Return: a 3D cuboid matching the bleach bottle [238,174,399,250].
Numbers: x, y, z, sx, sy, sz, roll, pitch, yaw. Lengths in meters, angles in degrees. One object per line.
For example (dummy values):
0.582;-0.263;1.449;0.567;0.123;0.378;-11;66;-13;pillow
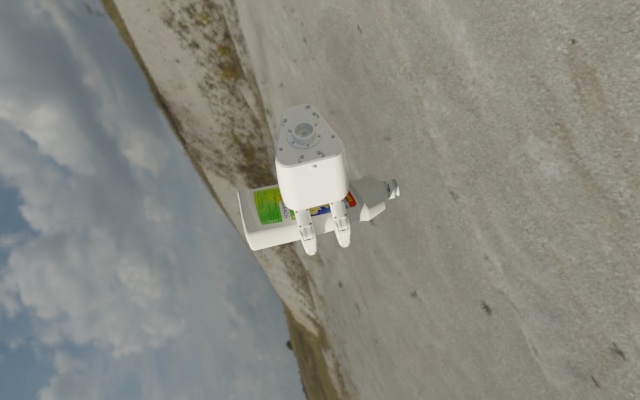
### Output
0.000;0.003;0.770;0.251;0.102;0.068;-14;-32;-3;bleach bottle
